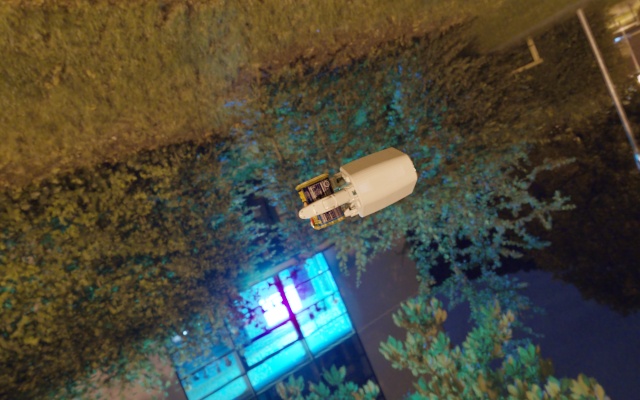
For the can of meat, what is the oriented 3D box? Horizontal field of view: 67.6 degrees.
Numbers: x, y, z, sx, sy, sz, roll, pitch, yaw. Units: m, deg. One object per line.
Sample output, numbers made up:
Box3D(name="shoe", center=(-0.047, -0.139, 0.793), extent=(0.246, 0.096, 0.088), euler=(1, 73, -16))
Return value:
Box3D(name="can of meat", center=(0.000, 0.003, 0.841), extent=(0.057, 0.084, 0.102), euler=(-24, 1, -7))
